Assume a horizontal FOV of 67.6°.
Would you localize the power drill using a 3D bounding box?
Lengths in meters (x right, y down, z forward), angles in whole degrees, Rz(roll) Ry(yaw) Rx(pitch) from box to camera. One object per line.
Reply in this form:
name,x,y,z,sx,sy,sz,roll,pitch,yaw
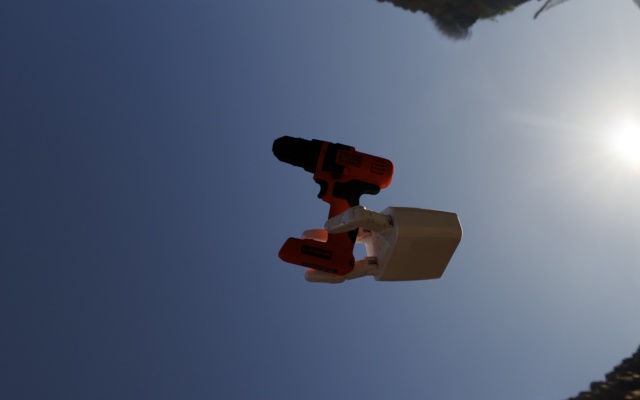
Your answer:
power drill,0.000,0.003,0.687,0.184,0.187,0.057,14,-16,6
